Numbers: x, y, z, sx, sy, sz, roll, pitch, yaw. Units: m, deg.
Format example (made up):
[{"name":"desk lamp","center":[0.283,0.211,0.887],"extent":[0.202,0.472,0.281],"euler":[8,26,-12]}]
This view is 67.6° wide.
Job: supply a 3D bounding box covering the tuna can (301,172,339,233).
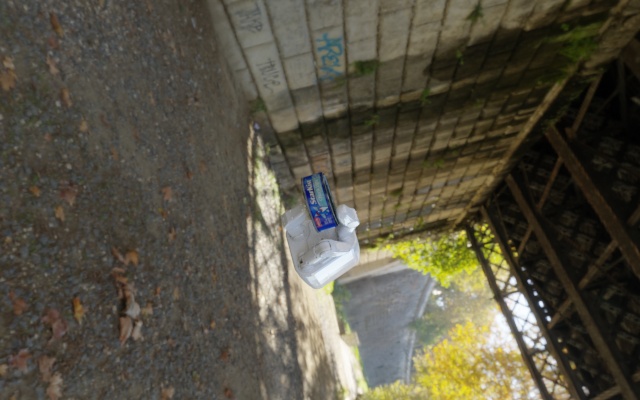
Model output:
[{"name":"tuna can","center":[0.001,0.002,0.702],"extent":[0.034,0.086,0.086],"euler":[-17,-2,5]}]
